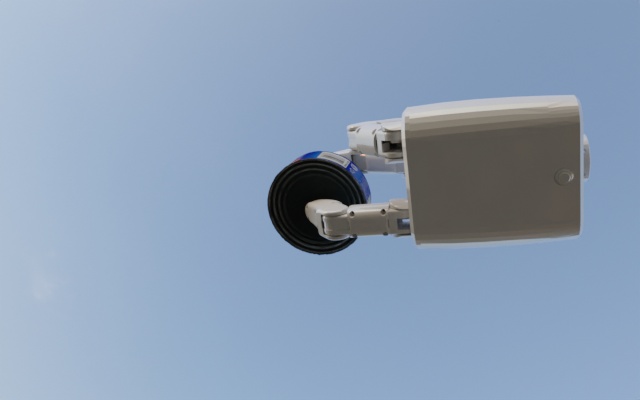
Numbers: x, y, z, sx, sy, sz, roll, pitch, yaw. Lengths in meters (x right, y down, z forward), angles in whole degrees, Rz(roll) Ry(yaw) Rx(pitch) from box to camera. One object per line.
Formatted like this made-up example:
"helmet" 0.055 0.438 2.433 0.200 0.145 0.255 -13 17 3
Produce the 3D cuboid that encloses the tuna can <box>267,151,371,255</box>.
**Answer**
"tuna can" 0.000 0.001 0.413 0.086 0.086 0.033 0 19 15
